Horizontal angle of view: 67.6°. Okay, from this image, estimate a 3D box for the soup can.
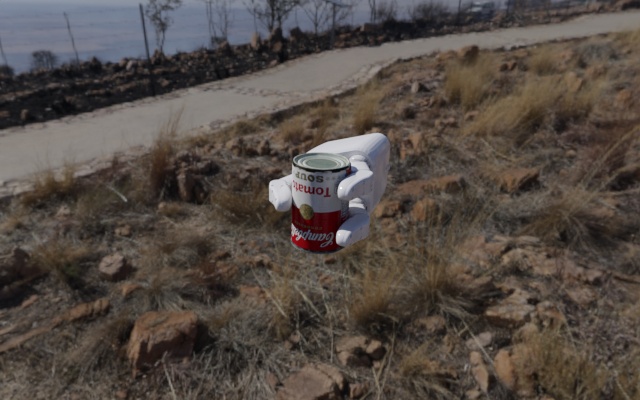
[{"bbox_3d":[0.000,0.002,0.554,0.068,0.102,0.068,2,22,-1],"label":"soup can"}]
